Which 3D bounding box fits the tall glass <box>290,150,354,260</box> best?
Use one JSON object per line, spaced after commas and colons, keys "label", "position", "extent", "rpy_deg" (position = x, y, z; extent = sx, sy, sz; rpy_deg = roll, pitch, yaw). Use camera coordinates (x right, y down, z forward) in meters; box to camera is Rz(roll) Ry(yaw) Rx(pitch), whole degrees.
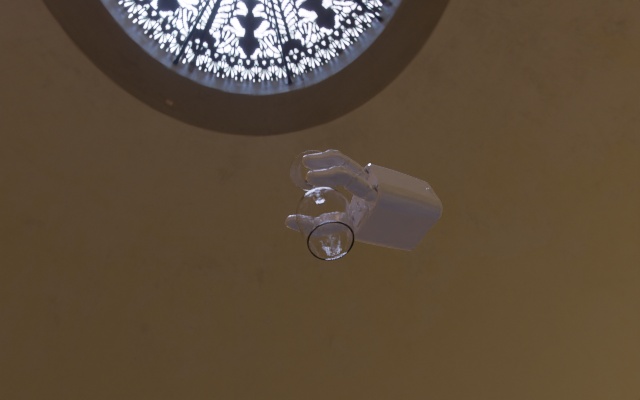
{"label": "tall glass", "position": [0.000, 0.002, 0.697], "extent": [0.079, 0.079, 0.201], "rpy_deg": [0, 31, -9]}
